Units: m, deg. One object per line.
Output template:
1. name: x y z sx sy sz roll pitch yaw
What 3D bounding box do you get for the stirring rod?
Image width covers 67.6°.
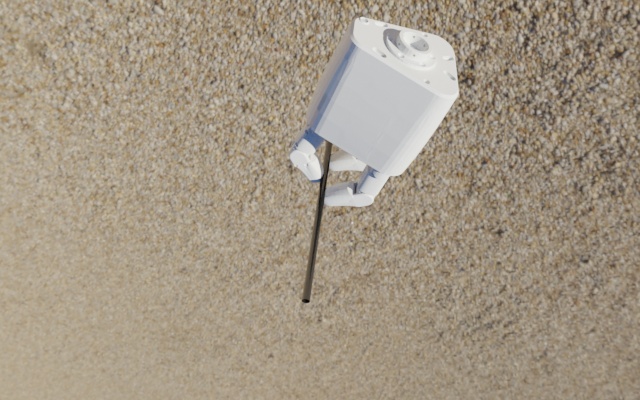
1. stirring rod: 0.000 0.002 0.520 0.011 0.239 0.011 5 -39 4
